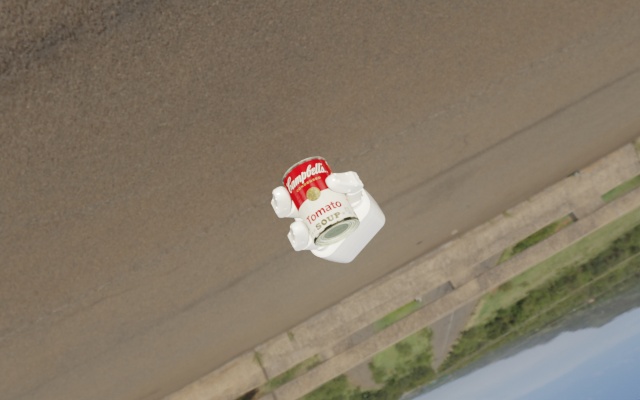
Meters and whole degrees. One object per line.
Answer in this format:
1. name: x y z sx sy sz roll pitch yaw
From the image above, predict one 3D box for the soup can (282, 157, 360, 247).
1. soup can: 0.000 0.002 0.636 0.068 0.102 0.068 -24 -24 -11
